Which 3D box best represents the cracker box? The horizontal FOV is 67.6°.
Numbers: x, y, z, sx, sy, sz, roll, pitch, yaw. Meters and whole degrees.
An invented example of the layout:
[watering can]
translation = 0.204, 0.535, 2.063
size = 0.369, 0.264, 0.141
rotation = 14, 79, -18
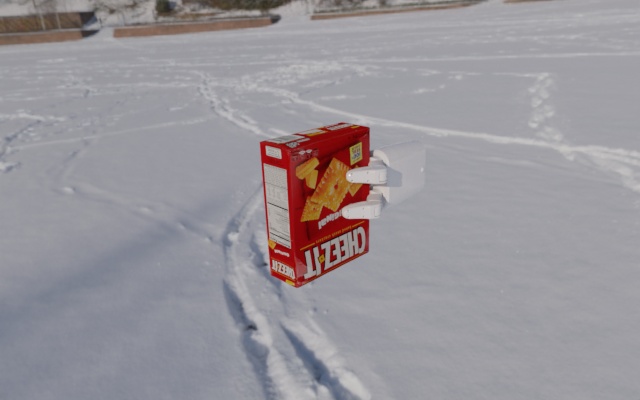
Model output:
[cracker box]
translation = 0.000, 0.002, 0.723
size = 0.164, 0.214, 0.072
rotation = -20, 27, -39
